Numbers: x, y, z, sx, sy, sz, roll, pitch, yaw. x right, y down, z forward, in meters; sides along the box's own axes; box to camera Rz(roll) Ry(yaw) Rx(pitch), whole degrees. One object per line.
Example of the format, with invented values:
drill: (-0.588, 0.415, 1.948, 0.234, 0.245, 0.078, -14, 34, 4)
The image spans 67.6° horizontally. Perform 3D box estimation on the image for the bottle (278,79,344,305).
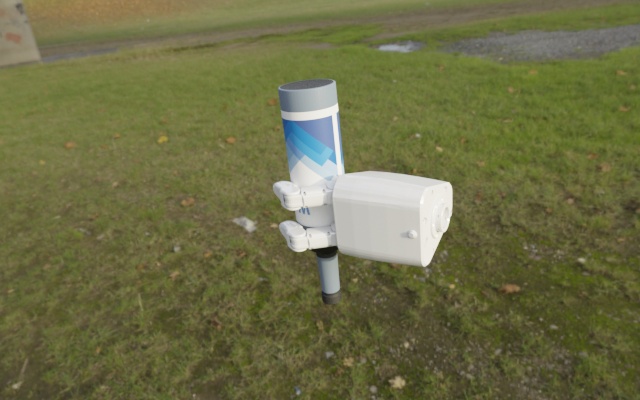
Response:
bottle: (0.000, 0.002, 0.603, 0.069, 0.296, 0.069, -6, 23, 2)
